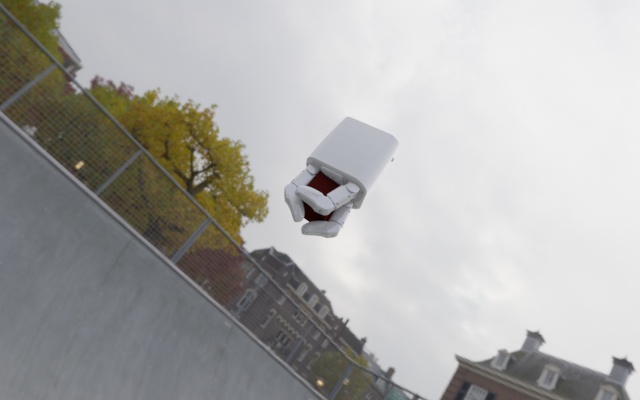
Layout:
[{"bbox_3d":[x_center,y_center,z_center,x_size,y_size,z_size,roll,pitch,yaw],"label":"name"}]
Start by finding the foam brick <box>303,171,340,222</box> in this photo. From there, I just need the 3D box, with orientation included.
[{"bbox_3d":[0.000,0.003,0.757,0.053,0.051,0.078,35,-23,9],"label":"foam brick"}]
